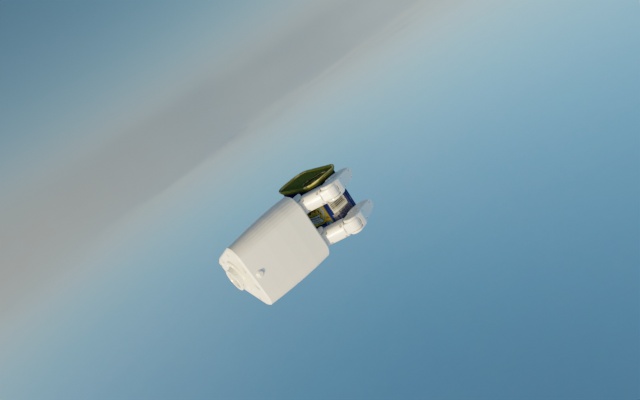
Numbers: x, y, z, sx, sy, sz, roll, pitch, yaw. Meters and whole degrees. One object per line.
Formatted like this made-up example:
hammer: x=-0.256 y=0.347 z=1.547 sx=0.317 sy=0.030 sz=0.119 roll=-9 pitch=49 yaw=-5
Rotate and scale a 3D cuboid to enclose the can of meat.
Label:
can of meat: x=0.000 y=0.002 z=0.679 sx=0.057 sy=0.084 sz=0.102 roll=-42 pitch=17 yaw=-28
